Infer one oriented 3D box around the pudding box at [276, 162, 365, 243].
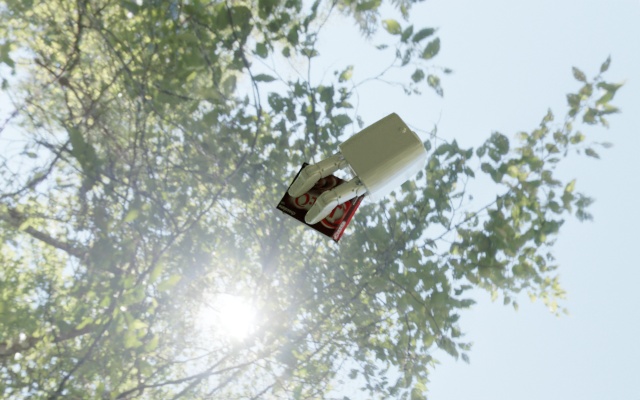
[{"bbox_3d":[0.000,0.002,0.754,0.113,0.090,0.039,26,-11,28],"label":"pudding box"}]
